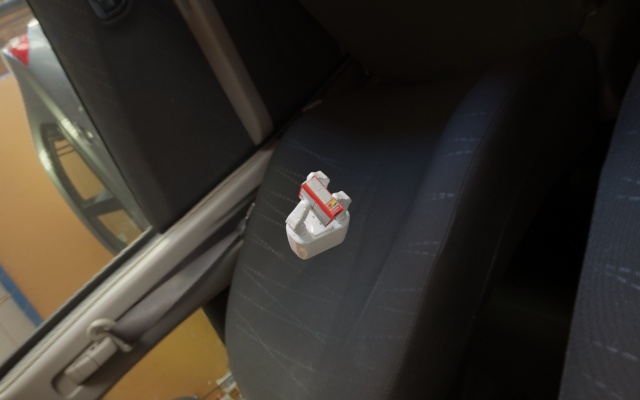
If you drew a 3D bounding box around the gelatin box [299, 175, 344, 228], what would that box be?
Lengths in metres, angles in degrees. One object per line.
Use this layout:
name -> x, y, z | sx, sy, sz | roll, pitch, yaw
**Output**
gelatin box -> 0.000, 0.003, 0.788 | 0.030, 0.073, 0.089 | -40, -5, -12
